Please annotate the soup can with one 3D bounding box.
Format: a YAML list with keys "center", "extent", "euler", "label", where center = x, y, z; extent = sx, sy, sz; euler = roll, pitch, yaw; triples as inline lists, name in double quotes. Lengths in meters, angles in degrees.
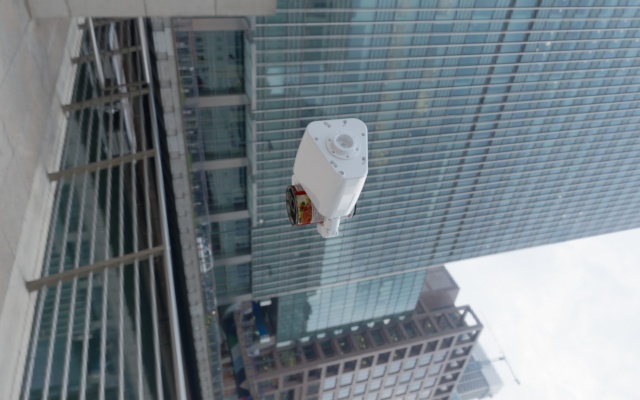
- center: [0.000, 0.003, 0.786]
  extent: [0.102, 0.068, 0.068]
  euler: [-8, 2, -17]
  label: "soup can"
